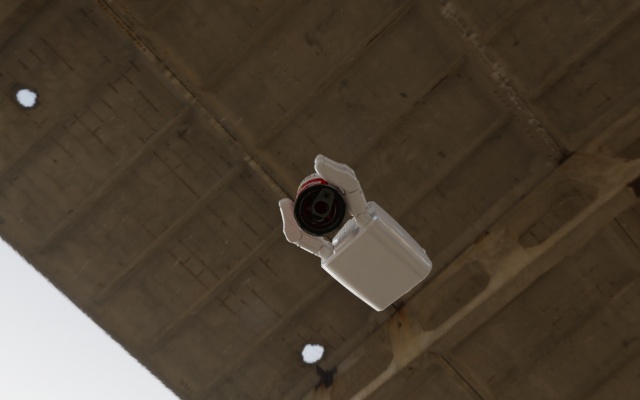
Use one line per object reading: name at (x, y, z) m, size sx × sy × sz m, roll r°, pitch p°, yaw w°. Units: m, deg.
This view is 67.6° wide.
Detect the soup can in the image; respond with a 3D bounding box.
soup can at (0.000, 0.002, 0.644) m, size 0.068 × 0.068 × 0.102 m, roll 0°, pitch 13°, yaw 0°
